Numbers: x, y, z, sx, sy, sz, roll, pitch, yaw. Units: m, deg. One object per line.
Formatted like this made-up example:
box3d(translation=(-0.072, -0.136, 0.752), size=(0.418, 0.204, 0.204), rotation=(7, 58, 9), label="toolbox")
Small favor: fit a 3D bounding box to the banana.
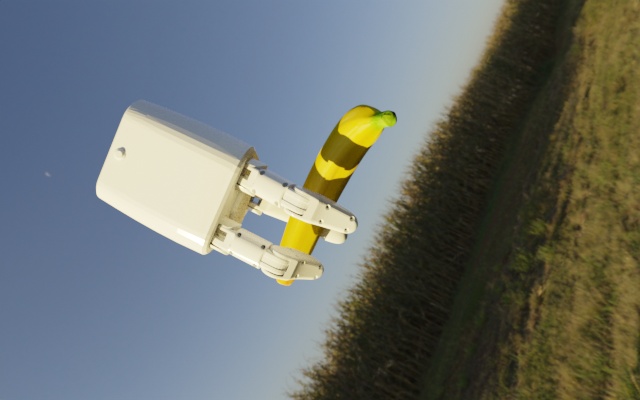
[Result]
box3d(translation=(0.004, -0.011, 0.422), size=(0.037, 0.198, 0.069), rotation=(26, 32, -6), label="banana")
